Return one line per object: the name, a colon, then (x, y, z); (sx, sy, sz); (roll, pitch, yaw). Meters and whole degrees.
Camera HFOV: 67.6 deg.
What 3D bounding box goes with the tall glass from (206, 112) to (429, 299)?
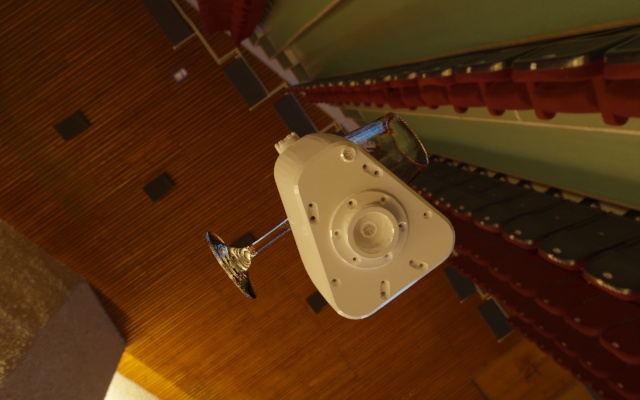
tall glass: (-0.001, 0.002, 0.437); (0.201, 0.079, 0.079); (-36, 2, -3)
